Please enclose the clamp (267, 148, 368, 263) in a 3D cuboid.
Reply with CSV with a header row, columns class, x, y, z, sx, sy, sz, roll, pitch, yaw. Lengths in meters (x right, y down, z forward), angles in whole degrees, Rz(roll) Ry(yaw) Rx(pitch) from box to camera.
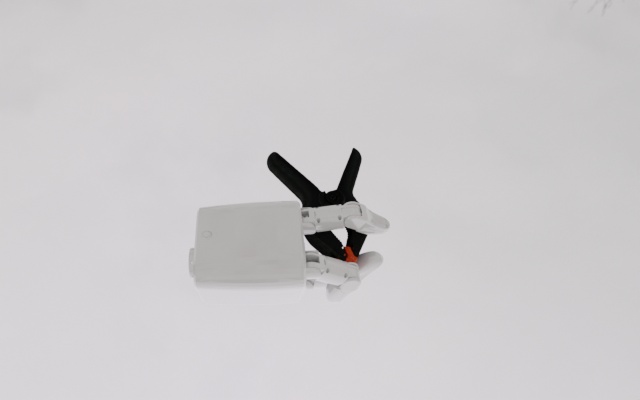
class,x,y,z,sx,sy,sz,roll,pitch,yaw
clamp,0.000,0.002,0.553,0.120,0.171,0.039,-2,-39,-8
